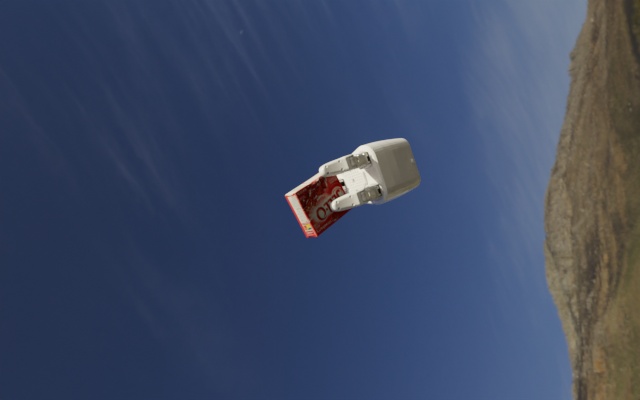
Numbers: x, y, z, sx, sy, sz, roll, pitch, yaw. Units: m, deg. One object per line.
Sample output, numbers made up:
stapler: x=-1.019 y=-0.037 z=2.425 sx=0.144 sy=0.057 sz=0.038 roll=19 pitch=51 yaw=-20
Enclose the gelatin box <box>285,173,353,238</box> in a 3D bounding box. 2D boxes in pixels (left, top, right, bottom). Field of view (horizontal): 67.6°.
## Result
gelatin box: x=0.000 y=0.003 z=0.717 sx=0.089 sy=0.073 sz=0.030 roll=-35 pitch=15 yaw=-37
